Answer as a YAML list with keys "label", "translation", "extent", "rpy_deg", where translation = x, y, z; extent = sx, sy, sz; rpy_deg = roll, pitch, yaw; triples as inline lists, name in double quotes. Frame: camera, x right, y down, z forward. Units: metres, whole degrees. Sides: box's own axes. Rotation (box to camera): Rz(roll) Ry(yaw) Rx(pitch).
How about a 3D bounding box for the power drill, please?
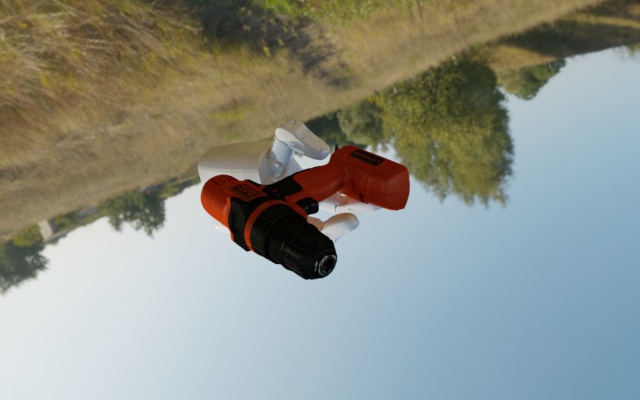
- label: "power drill"
  translation: [0.000, 0.001, 0.472]
  extent: [0.187, 0.057, 0.184]
  rpy_deg: [-18, 32, -36]
